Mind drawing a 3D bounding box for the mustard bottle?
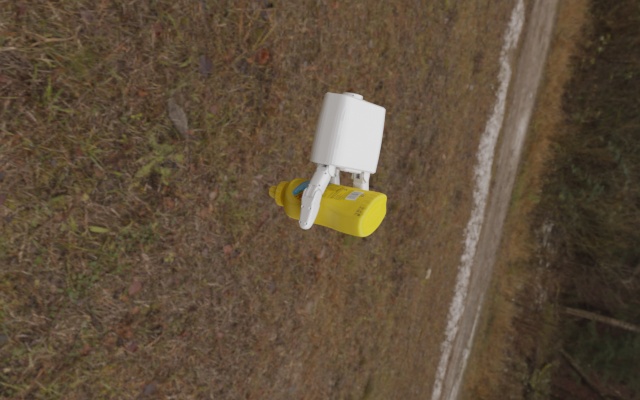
[{"bbox_3d":[0.000,0.003,0.755,0.191,0.058,0.096,14,31,28],"label":"mustard bottle"}]
